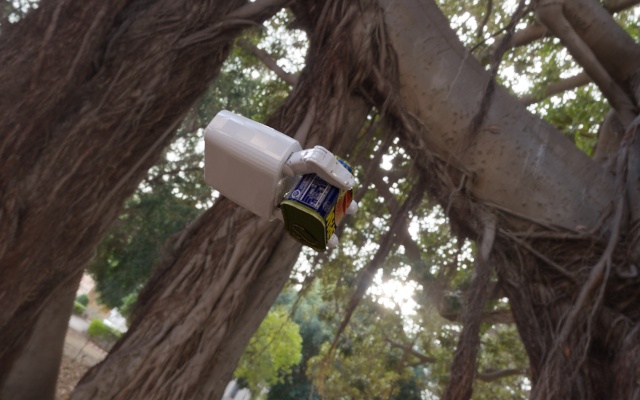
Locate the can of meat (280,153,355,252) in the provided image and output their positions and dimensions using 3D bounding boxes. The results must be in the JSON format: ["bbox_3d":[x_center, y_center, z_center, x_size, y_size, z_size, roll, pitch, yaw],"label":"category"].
[{"bbox_3d":[0.000,0.002,0.578,0.057,0.084,0.102,25,-25,15],"label":"can of meat"}]
